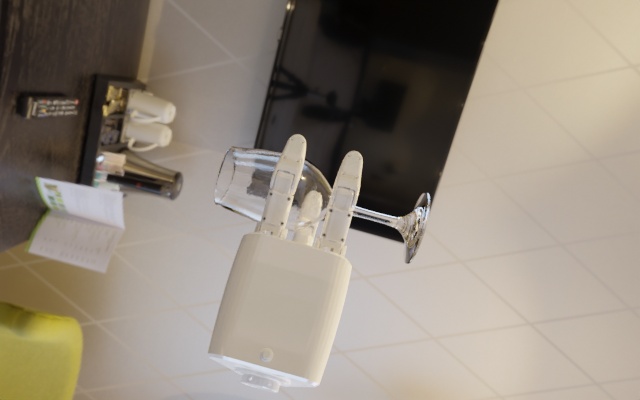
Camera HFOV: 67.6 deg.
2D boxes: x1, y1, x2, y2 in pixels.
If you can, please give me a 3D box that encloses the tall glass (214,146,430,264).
[{"bbox_3d":[0.001,0.002,0.476,0.201,0.079,0.079,16,0,0],"label":"tall glass"}]
